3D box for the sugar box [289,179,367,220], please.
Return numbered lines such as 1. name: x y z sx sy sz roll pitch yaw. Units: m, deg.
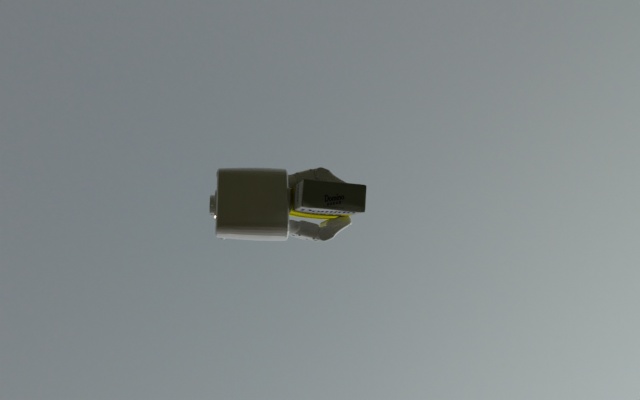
1. sugar box: 0.000 0.003 0.736 0.093 0.048 0.176 5 -4 -12
